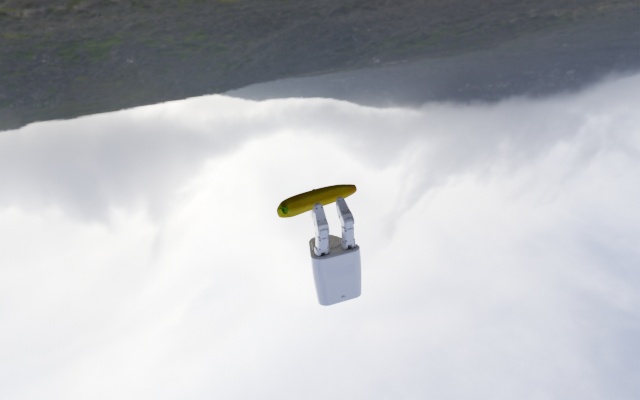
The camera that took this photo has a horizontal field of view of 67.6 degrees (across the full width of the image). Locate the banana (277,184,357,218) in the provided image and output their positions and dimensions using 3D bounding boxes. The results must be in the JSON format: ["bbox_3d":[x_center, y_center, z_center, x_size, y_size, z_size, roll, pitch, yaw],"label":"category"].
[{"bbox_3d":[-0.015,0.002,0.909,0.069,0.037,0.198,6,19,45],"label":"banana"}]
